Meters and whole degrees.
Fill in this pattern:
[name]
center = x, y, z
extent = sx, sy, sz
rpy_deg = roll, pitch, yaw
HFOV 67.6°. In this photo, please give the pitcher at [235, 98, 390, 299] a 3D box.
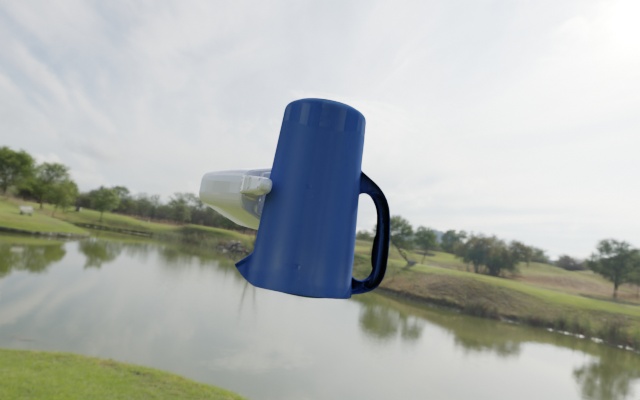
[pitcher]
center = 0.000, 0.002, 0.612
extent = 0.145, 0.243, 0.149
rpy_deg = 4, -8, 45
